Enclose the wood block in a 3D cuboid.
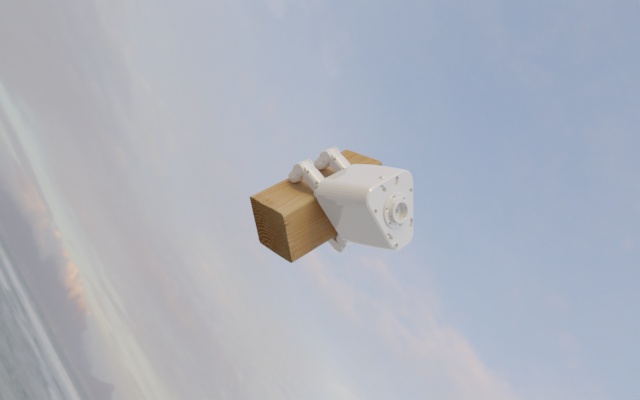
[{"bbox_3d":[0.001,0.003,0.777,0.206,0.091,0.090,-28,35,-32],"label":"wood block"}]
